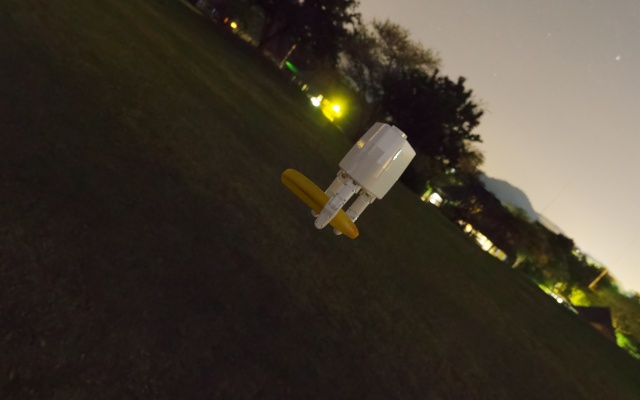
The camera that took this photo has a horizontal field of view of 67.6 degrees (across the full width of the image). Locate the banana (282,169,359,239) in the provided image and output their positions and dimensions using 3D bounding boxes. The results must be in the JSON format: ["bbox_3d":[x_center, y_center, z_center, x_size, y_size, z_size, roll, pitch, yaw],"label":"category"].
[{"bbox_3d":[-0.010,-0.005,0.843,0.197,0.037,0.070,40,1,31],"label":"banana"}]
